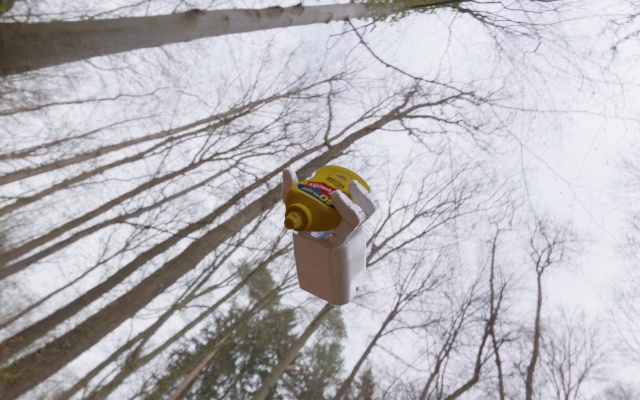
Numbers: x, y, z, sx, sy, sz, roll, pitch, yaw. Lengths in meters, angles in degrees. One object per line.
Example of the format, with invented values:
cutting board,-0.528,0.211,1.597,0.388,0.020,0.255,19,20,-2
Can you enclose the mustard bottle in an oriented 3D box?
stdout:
mustard bottle,0.000,0.002,0.745,0.096,0.058,0.191,31,32,16
